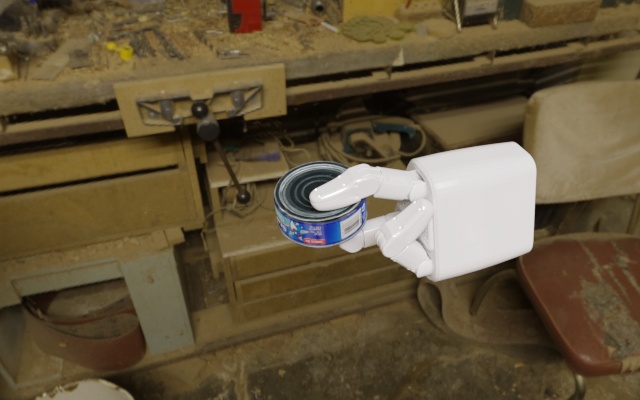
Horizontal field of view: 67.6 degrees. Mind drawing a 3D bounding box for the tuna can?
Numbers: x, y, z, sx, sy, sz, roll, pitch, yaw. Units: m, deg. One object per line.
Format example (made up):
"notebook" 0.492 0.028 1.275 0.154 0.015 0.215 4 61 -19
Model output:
"tuna can" 0.000 0.001 0.442 0.086 0.034 0.086 -3 42 3
